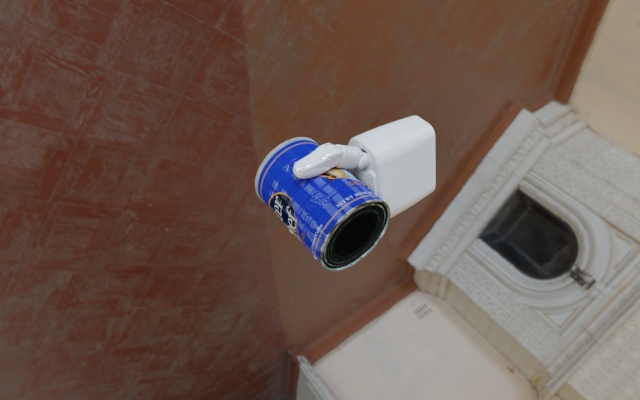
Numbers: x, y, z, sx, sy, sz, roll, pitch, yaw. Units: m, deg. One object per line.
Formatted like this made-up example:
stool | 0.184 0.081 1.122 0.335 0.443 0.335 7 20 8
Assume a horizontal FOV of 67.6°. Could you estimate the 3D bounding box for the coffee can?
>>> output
coffee can | 0.000 0.002 0.580 0.103 0.103 0.140 0 35 -47
